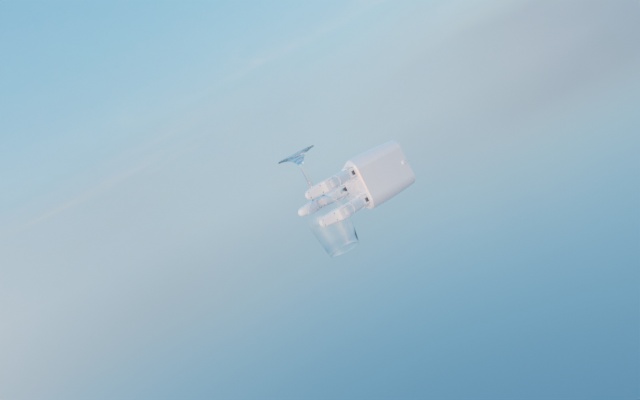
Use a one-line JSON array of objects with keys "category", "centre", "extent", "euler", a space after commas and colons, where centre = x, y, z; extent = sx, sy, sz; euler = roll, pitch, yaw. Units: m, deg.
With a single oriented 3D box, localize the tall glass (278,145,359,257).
[{"category": "tall glass", "centre": [0.000, 0.002, 0.884], "extent": [0.079, 0.201, 0.079], "euler": [-27, 4, 2]}]
